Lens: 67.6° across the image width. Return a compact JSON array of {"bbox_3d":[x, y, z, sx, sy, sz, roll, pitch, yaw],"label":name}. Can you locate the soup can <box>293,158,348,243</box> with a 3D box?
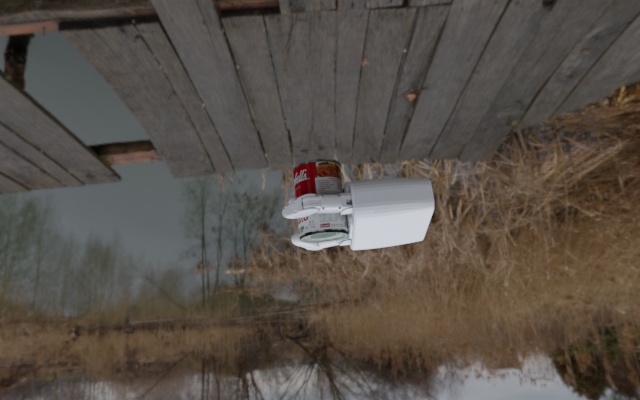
[{"bbox_3d":[0.000,0.002,0.656,0.068,0.102,0.068,-6,-16,-2],"label":"soup can"}]
